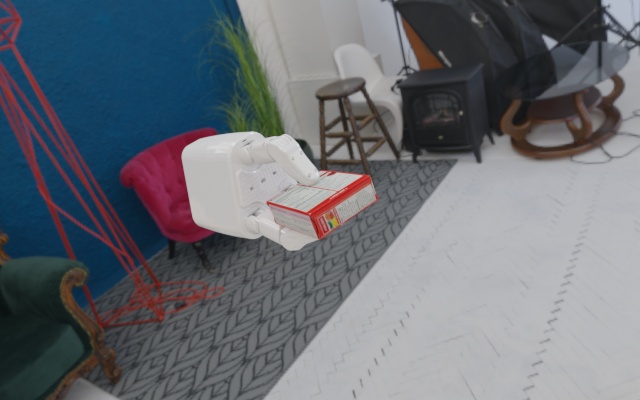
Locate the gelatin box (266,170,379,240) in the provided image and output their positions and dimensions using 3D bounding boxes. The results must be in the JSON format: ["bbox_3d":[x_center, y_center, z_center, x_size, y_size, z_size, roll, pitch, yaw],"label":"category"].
[{"bbox_3d":[0.000,0.001,0.463,0.073,0.030,0.089,-32,22,-25],"label":"gelatin box"}]
